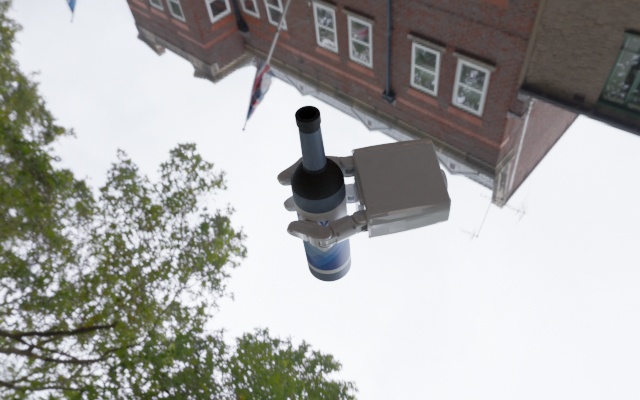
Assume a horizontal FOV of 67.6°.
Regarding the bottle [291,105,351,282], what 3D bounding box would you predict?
[{"bbox_3d":[0.000,0.002,0.612,0.069,0.069,0.296,0,-39,7],"label":"bottle"}]
